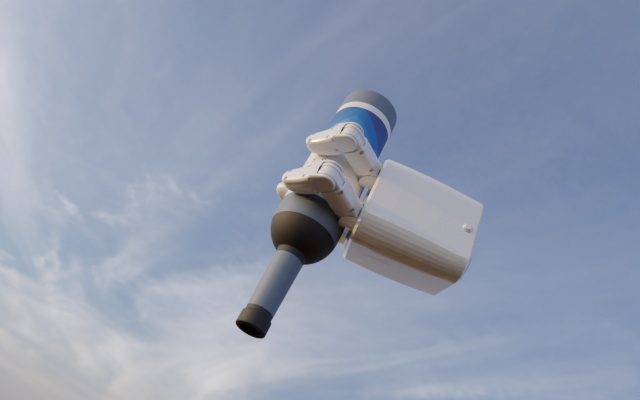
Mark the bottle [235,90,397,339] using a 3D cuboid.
[{"bbox_3d":[0.000,0.001,0.475,0.069,0.295,0.069,18,-37,15],"label":"bottle"}]
